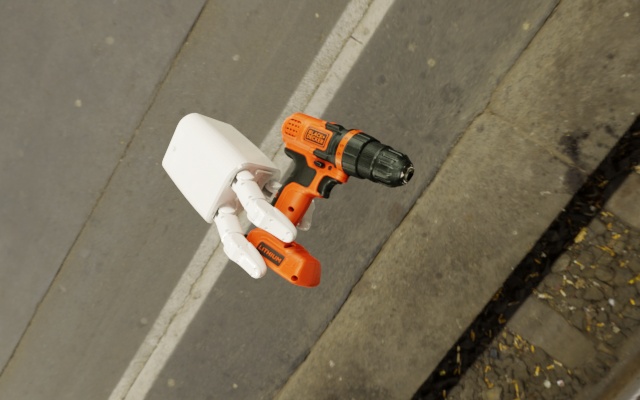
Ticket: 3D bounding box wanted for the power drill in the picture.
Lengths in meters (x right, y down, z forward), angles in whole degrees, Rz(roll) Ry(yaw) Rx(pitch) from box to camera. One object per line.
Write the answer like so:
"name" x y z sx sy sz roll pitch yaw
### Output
"power drill" 0.000 0.002 0.558 0.184 0.187 0.057 27 3 38
